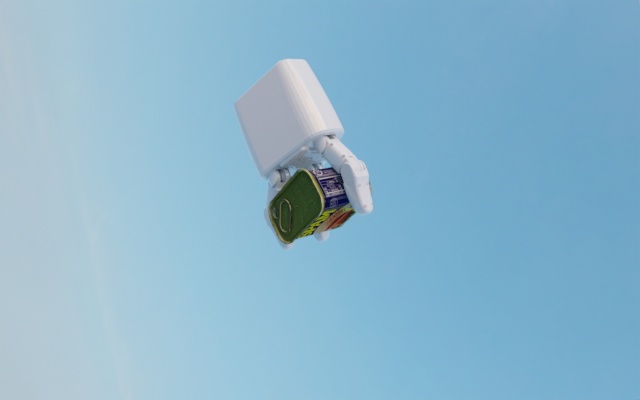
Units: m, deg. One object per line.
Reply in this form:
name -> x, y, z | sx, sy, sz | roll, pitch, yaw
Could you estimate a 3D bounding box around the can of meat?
can of meat -> 0.000, 0.002, 0.562 | 0.084, 0.057, 0.102 | -13, -22, -40
